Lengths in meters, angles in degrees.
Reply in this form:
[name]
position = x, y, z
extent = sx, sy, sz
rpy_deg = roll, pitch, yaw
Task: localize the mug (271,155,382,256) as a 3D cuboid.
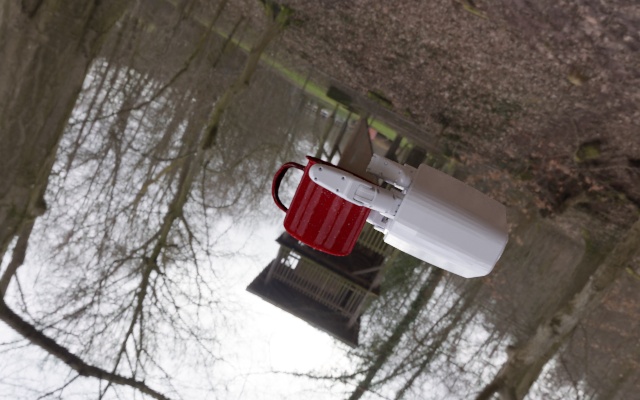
[mug]
position = -0.001, 0.001, 0.515
extent = 0.117, 0.081, 0.093
rpy_deg = 25, 8, 9
